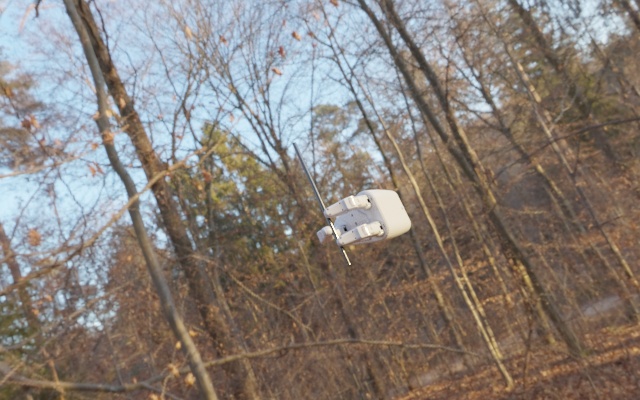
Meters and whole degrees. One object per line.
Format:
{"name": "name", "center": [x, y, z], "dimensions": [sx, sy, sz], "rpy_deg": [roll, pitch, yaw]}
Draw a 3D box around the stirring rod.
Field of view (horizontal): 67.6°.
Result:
{"name": "stirring rod", "center": [0.000, 0.003, 0.841], "dimensions": [0.011, 0.239, 0.011], "rpy_deg": [-23, -13, -5]}
